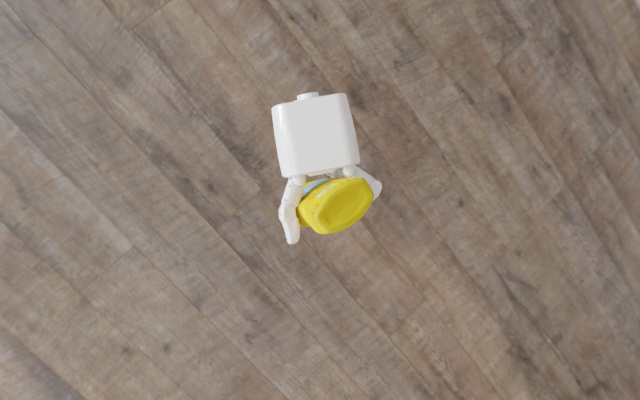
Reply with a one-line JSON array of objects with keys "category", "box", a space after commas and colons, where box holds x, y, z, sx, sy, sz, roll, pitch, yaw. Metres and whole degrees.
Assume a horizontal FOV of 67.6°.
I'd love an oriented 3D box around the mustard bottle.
[{"category": "mustard bottle", "box": [0.000, 0.003, 0.730, 0.096, 0.058, 0.191, -39, 15, -15]}]
